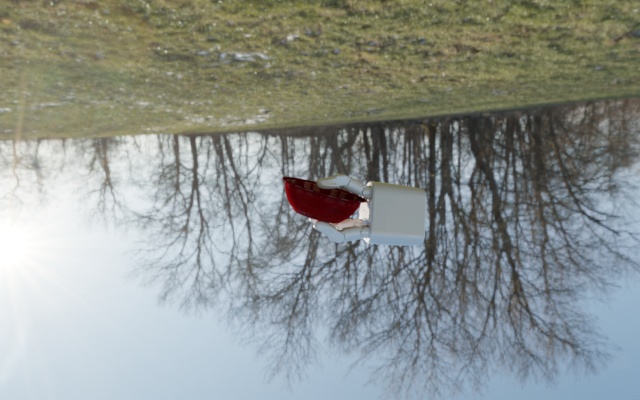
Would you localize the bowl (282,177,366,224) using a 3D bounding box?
[{"bbox_3d":[-0.001,0.003,0.889,0.162,0.055,0.162,16,8,-2],"label":"bowl"}]
